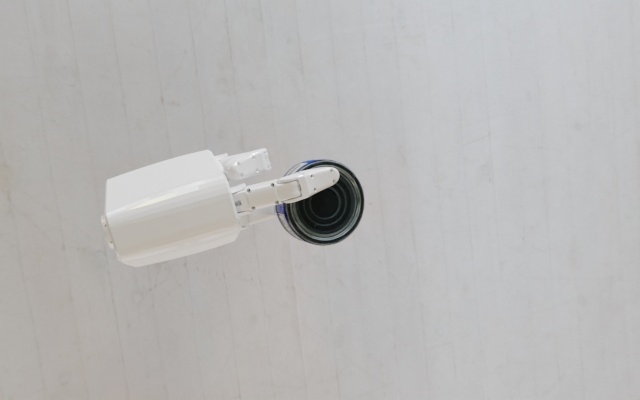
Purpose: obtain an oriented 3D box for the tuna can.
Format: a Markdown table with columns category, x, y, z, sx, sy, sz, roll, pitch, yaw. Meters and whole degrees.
| category | x | y | z | sx | sy | sz | roll | pitch | yaw |
| --- | --- | --- | --- | --- | --- | --- | --- | --- | --- |
| tuna can | 0.000 | 0.002 | 0.475 | 0.086 | 0.086 | 0.034 | 0 | 3 | -20 |
